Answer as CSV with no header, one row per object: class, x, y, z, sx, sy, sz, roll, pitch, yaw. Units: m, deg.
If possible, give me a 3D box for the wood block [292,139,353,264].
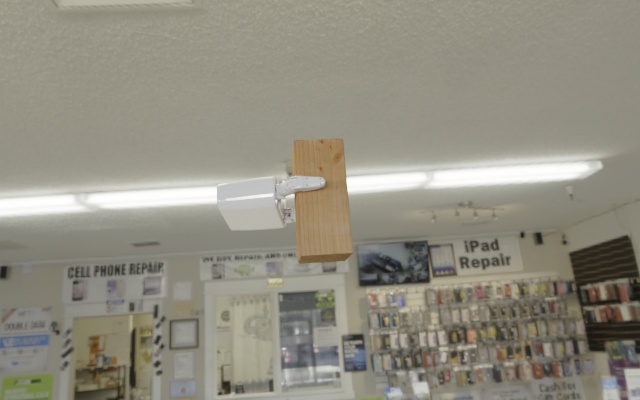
wood block,0.000,0.003,0.856,0.090,0.206,0.091,-3,-15,-7
